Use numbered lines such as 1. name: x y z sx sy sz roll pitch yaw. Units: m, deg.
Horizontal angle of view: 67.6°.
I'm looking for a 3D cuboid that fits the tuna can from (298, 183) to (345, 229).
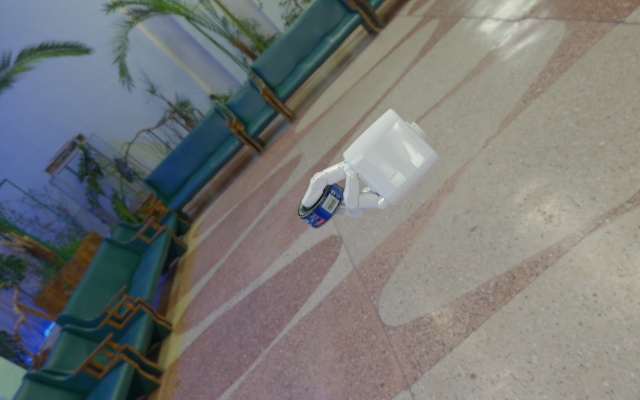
1. tuna can: 0.000 0.002 0.801 0.034 0.086 0.086 36 -15 -21
